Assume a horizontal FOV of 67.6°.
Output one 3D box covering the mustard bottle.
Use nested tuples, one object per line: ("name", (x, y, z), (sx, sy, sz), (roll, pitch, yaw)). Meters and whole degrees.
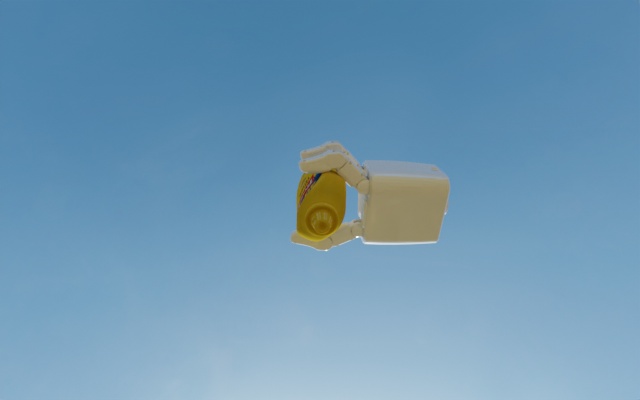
("mustard bottle", (0.000, 0.002, 0.644), (0.058, 0.096, 0.191), (26, 15, -10))
